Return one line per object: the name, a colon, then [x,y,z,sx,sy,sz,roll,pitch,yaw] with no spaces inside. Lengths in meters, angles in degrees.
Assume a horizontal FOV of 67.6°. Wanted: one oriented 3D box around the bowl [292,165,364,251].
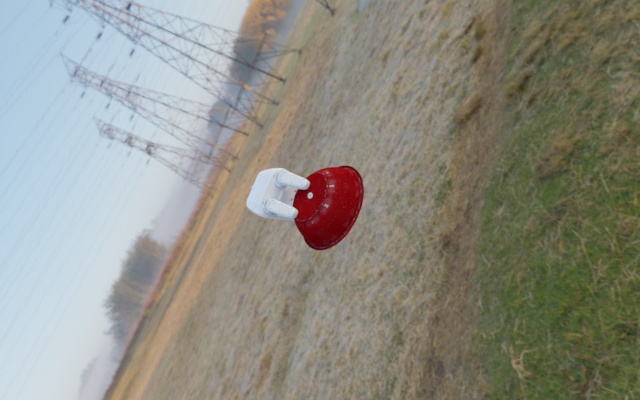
bowl: [0.001,0.002,0.833,0.055,0.162,0.162,26,-16,-34]
